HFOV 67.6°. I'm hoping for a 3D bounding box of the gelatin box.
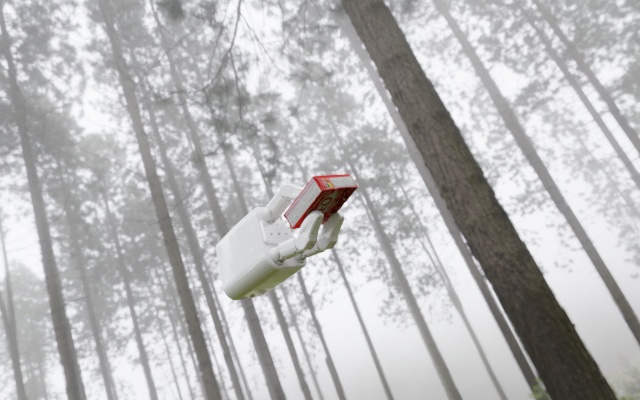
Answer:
[{"bbox_3d":[0.000,0.002,0.681,0.073,0.030,0.089,-6,-36,-45],"label":"gelatin box"}]
